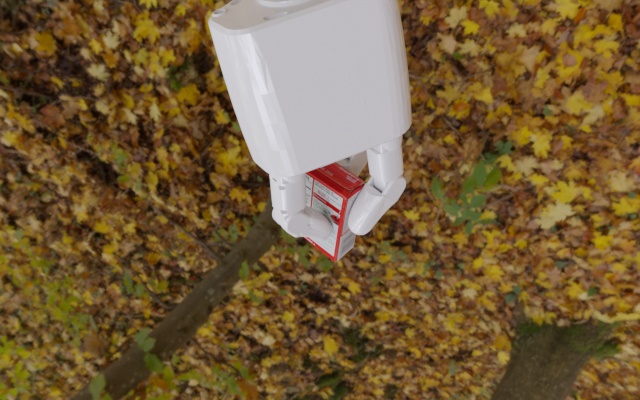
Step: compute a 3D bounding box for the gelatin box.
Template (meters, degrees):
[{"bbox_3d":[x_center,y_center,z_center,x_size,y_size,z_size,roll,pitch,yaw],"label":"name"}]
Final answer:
[{"bbox_3d":[0.000,0.002,0.427,0.073,0.089,0.030,36,53,25],"label":"gelatin box"}]
